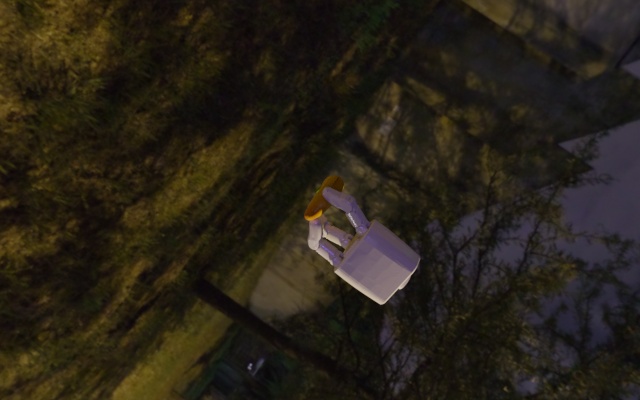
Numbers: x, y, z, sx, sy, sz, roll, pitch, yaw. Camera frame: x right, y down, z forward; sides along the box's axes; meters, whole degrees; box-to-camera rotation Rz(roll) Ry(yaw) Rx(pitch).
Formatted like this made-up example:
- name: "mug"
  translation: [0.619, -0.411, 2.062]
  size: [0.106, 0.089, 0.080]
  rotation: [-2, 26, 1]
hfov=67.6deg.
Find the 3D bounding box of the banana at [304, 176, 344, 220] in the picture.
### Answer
- name: "banana"
  translation: [0.012, -0.012, 0.882]
  size: [0.037, 0.069, 0.197]
  rotation: [40, 14, -3]
